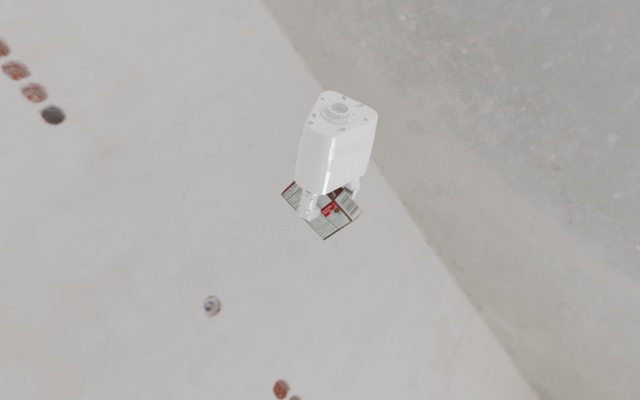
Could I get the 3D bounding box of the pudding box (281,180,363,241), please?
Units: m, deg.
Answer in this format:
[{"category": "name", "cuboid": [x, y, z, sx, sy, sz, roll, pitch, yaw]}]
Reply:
[{"category": "pudding box", "cuboid": [0.000, 0.003, 0.793, 0.039, 0.113, 0.090, -44, 5, -41]}]
